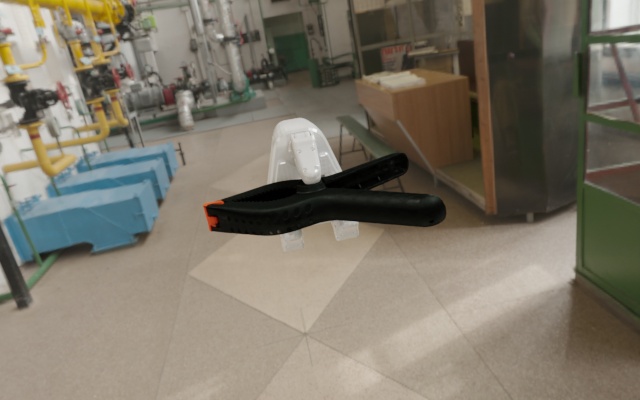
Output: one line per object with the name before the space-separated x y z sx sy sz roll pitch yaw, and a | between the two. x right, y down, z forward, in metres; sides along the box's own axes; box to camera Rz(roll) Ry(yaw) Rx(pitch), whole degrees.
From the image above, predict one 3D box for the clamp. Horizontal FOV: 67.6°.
clamp | -0.001 0.001 0.427 0.210 0.036 0.164 -11 17 -4
